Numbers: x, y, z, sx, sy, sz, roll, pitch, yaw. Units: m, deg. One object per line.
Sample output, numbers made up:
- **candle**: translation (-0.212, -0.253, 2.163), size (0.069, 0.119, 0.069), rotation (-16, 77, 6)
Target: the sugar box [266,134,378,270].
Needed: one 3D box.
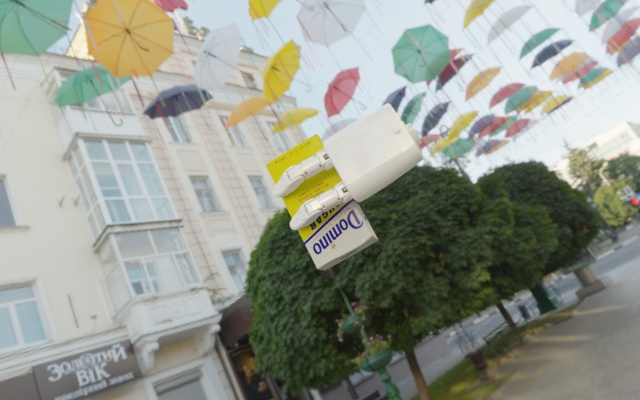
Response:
- **sugar box**: translation (0.000, 0.002, 0.692), size (0.093, 0.176, 0.048), rotation (-31, -19, 9)
